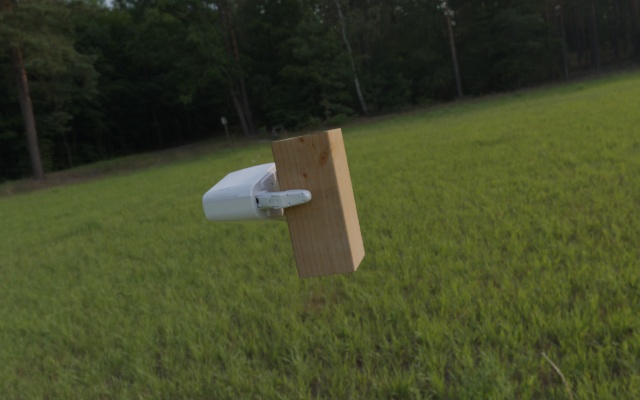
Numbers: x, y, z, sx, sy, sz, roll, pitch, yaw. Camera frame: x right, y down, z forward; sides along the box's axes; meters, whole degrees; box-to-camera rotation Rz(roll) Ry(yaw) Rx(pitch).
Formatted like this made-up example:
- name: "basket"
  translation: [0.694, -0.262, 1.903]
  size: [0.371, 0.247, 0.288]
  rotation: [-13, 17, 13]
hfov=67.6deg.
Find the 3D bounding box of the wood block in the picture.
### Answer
- name: "wood block"
  translation: [0.000, 0.002, 0.726]
  size: [0.090, 0.206, 0.091]
  rotation: [-9, 9, 17]
